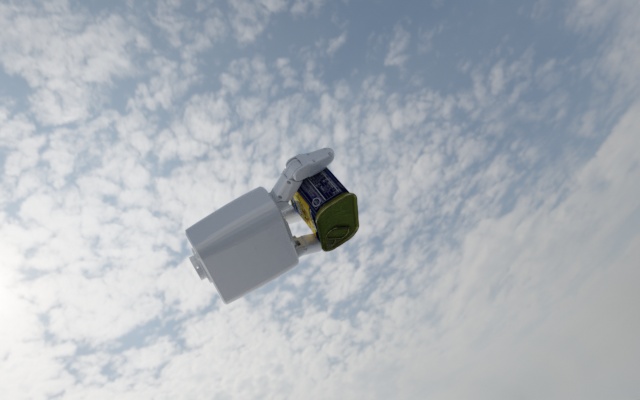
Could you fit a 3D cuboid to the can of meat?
[{"bbox_3d":[0.000,0.002,0.596,0.057,0.084,0.102,-32,-31,-13],"label":"can of meat"}]
